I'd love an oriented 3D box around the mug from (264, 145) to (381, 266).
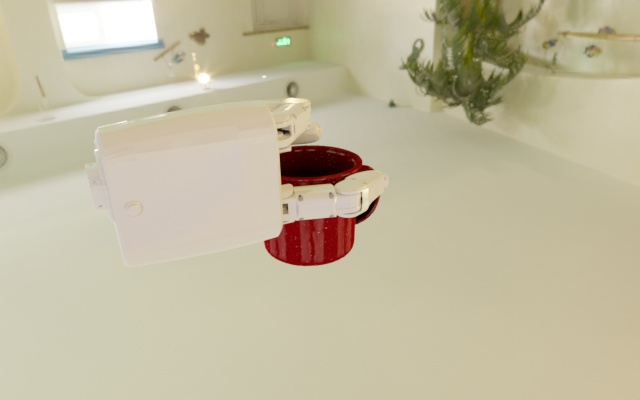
[{"bbox_3d":[0.001,0.001,0.420,0.117,0.081,0.093,-12,25,-24],"label":"mug"}]
